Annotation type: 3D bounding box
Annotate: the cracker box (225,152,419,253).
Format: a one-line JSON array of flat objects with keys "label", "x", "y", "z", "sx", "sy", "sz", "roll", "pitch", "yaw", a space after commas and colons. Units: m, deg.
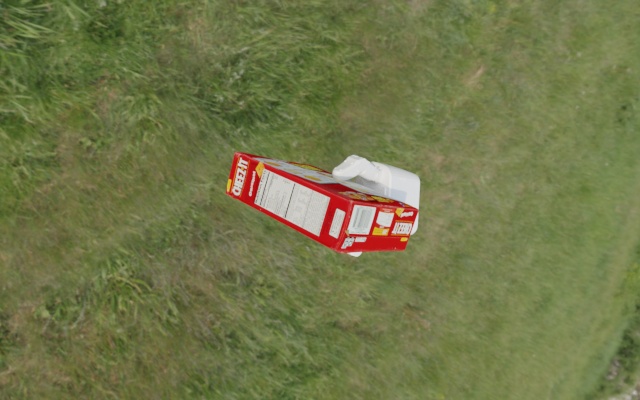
[{"label": "cracker box", "x": 0.000, "y": 0.002, "z": 0.659, "sx": 0.213, "sy": 0.072, "sz": 0.164, "roll": 24, "pitch": 11, "yaw": 37}]
